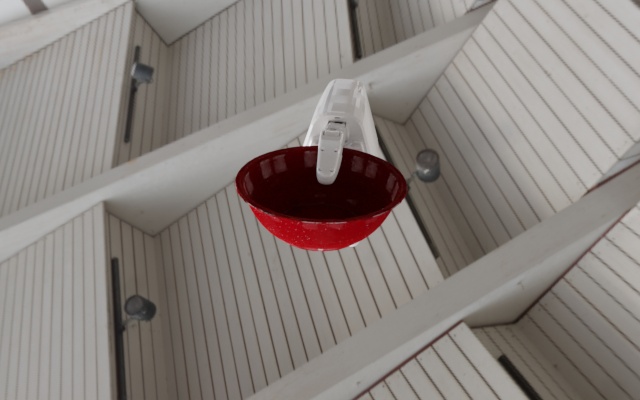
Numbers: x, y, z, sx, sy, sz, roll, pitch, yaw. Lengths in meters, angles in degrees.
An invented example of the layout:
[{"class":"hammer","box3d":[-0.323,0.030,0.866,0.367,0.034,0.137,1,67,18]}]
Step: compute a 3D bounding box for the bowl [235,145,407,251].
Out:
[{"class":"bowl","box3d":[0.000,0.002,0.463,0.162,0.055,0.162,2,28,-1]}]
